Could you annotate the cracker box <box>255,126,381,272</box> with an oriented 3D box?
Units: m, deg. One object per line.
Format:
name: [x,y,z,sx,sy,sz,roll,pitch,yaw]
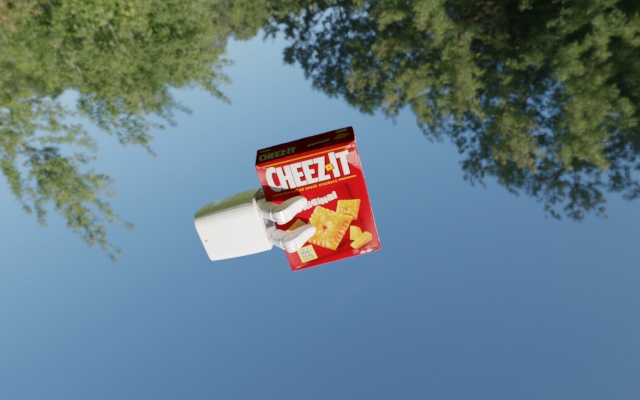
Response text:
cracker box: [0.000,0.003,0.802,0.164,0.214,0.072,-14,29,5]
